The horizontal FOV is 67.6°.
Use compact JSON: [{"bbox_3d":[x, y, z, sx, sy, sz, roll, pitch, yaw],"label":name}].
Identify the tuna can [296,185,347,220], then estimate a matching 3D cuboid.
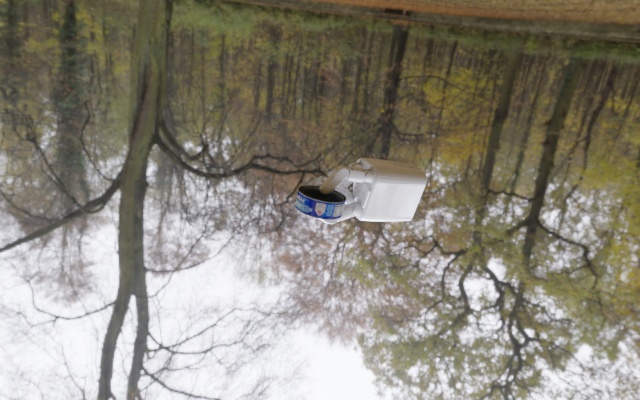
[{"bbox_3d":[0.000,0.003,0.831,0.086,0.034,0.086,11,17,-3],"label":"tuna can"}]
